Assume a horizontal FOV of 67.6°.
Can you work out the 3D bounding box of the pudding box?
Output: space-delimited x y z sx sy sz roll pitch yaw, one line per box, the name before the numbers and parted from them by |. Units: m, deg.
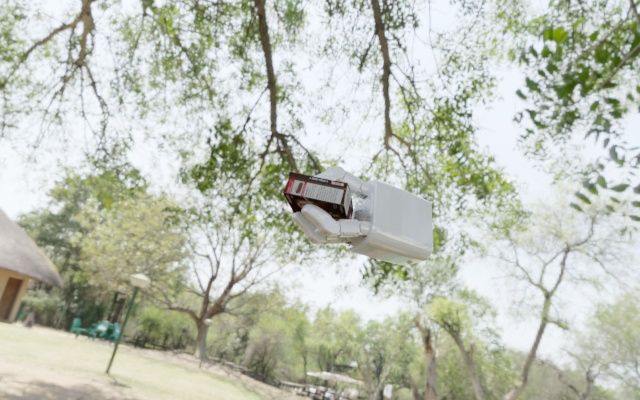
pudding box | 0.000 0.002 0.711 0.090 0.039 0.113 11 -21 11
